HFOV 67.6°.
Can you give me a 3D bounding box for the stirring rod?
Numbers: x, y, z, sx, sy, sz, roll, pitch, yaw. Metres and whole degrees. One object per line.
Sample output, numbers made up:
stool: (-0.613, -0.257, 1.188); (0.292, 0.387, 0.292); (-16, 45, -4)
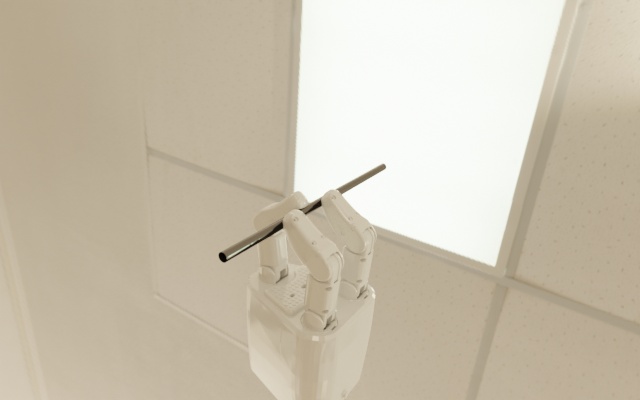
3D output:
stirring rod: (0.000, 0.001, 0.419); (0.011, 0.011, 0.239); (0, 18, 36)
